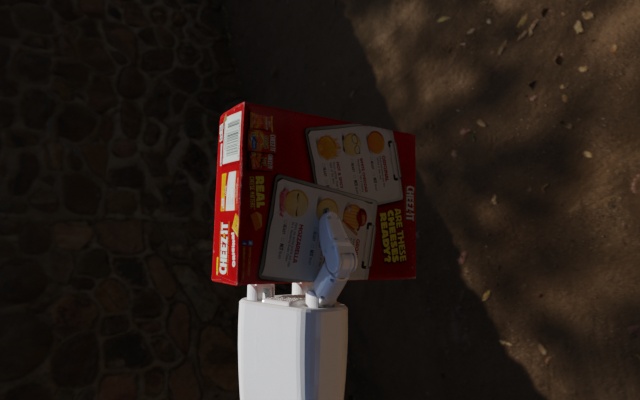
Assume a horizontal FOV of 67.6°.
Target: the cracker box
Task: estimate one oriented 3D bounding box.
[{"bbox_3d":[0.000,0.002,0.497,0.214,0.164,0.072,4,-6,-34],"label":"cracker box"}]
